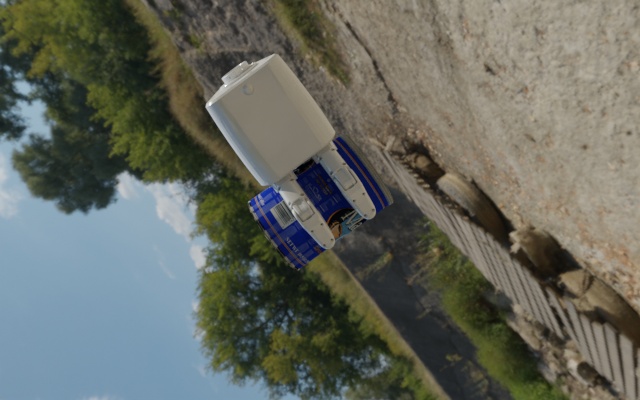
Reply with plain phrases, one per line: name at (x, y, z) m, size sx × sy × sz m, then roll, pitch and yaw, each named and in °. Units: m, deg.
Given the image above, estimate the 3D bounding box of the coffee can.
coffee can at (0.000, 0.002, 0.569) m, size 0.140 × 0.103 × 0.103 m, roll -36°, pitch -1°, yaw 1°
